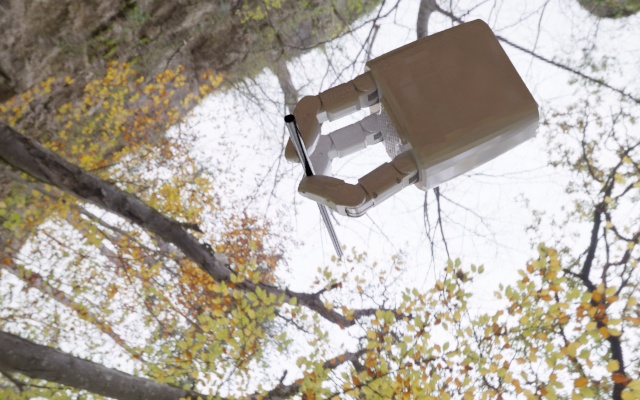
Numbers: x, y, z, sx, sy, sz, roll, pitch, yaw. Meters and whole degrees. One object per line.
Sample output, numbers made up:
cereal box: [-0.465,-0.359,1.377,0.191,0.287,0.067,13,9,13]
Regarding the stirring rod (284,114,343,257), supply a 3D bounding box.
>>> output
stirring rod: [0.000,0.001,0.436,0.011,0.011,0.240,0,-29,12]
